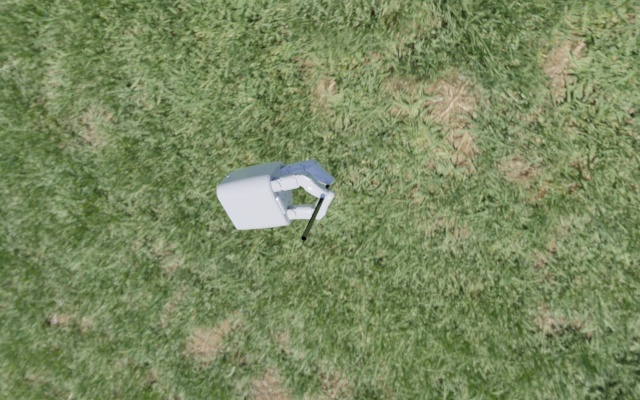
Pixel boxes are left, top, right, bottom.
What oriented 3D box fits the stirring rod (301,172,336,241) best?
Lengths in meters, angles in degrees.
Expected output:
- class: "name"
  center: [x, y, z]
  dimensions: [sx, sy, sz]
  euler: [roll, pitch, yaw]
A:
- class: "stirring rod"
  center: [0.000, 0.003, 0.807]
  dimensions: [0.011, 0.011, 0.239]
  euler: [0, 26, 13]
